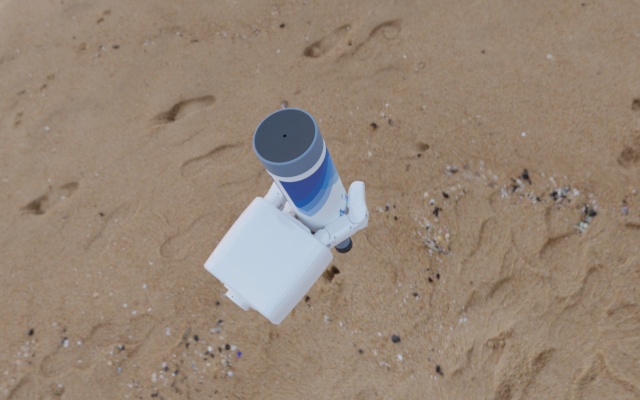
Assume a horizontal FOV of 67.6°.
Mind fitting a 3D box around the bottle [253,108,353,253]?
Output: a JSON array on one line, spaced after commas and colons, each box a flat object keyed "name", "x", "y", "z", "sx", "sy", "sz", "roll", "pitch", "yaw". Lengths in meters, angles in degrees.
[{"name": "bottle", "x": 0.000, "y": 0.002, "z": 0.589, "sx": 0.069, "sy": 0.069, "sz": 0.296, "roll": 0, "pitch": -26, "yaw": 15}]
